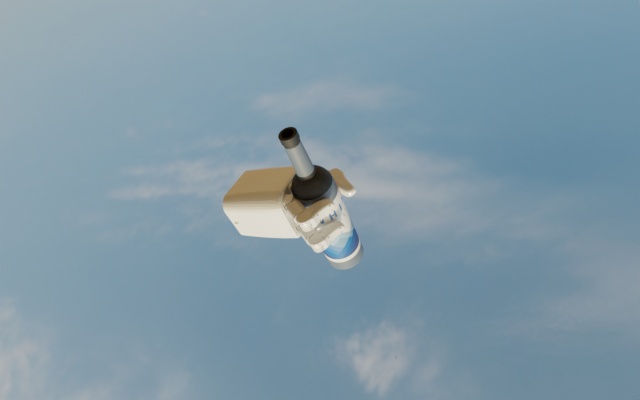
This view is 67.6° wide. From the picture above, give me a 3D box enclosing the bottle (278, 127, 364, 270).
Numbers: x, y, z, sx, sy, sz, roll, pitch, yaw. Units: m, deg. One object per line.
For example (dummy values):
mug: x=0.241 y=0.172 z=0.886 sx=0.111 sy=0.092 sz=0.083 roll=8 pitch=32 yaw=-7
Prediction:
bottle: x=0.000 y=0.003 z=0.748 sx=0.069 sy=0.069 sz=0.296 roll=0 pitch=-39 yaw=23
